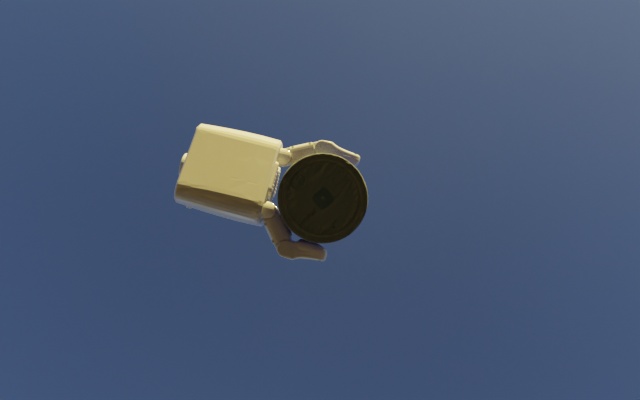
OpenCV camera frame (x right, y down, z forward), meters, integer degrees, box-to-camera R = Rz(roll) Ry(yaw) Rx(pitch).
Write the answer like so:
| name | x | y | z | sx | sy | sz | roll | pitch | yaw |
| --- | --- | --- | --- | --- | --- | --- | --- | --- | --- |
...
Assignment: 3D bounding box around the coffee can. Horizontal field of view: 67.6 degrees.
| name | x | y | z | sx | sy | sz | roll | pitch | yaw |
| --- | --- | --- | --- | --- | --- | --- | --- | --- | --- |
| coffee can | 0.000 | 0.002 | 0.606 | 0.103 | 0.103 | 0.140 | 0 | -4 | -2 |
